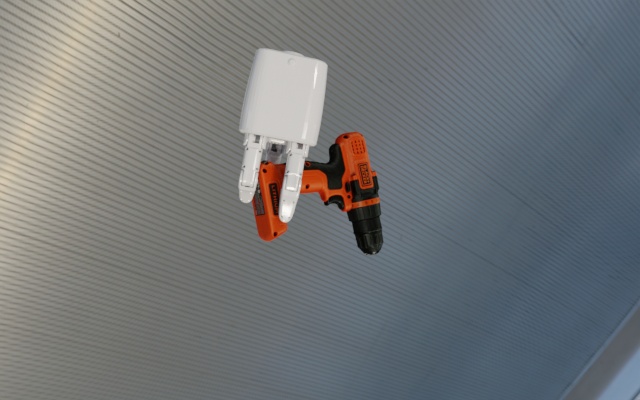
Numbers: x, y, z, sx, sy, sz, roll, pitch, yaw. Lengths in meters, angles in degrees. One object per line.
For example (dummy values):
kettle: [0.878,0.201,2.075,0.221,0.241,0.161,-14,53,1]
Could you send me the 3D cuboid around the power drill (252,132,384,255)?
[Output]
power drill: [0.000,0.002,0.677,0.187,0.184,0.057,-11,-1,-29]
